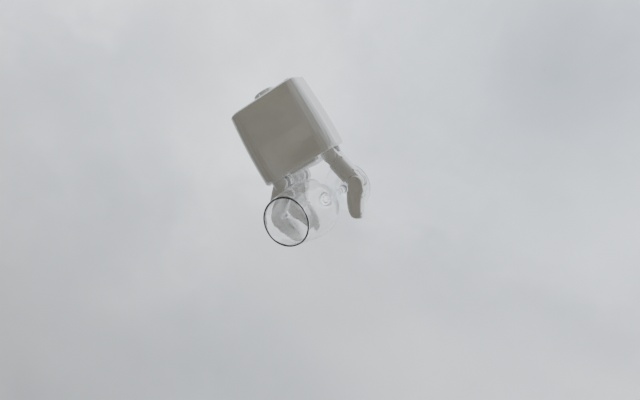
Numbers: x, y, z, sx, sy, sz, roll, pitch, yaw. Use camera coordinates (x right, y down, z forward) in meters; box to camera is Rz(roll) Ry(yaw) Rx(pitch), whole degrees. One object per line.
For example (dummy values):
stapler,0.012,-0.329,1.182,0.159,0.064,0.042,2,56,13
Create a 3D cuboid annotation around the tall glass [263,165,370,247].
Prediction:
tall glass,0.001,0.002,0.648,0.079,0.079,0.201,0,14,25
